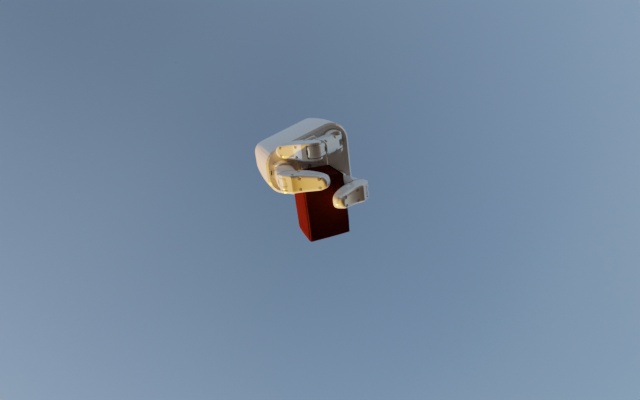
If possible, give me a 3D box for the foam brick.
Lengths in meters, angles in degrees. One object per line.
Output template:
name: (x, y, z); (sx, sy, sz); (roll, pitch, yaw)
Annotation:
foam brick: (0.000, 0.002, 0.588); (0.053, 0.078, 0.051); (-12, 18, -15)
